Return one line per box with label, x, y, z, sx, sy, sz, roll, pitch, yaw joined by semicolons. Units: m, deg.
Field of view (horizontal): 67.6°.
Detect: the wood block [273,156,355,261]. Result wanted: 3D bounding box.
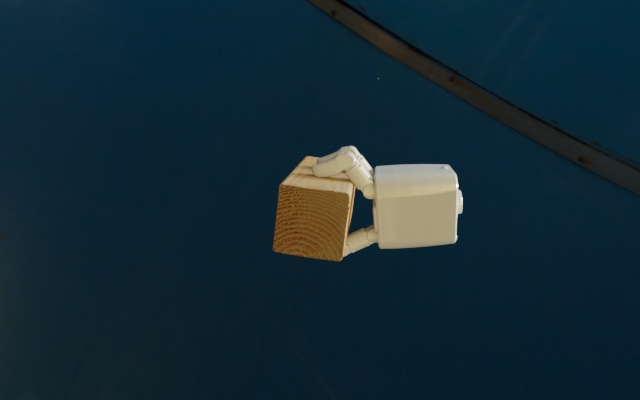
wood block;0.000;0.003;0.681;0.090;0.091;0.206;8;15;5
